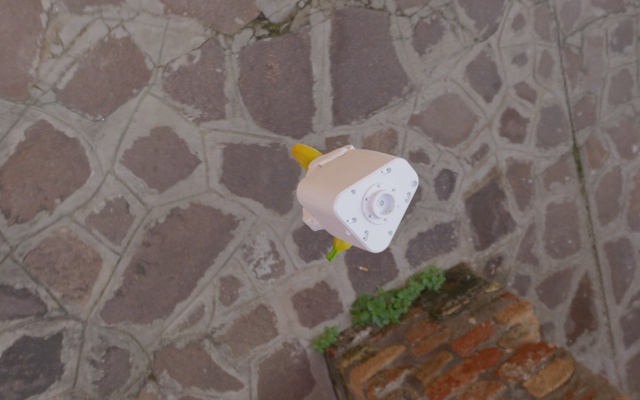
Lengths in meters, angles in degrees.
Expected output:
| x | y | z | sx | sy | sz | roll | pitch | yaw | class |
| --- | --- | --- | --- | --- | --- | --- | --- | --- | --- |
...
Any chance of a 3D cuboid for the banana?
| x | y | z | sx | sy | sz | roll | pitch | yaw | class |
| --- | --- | --- | --- | --- | --- | --- | --- | --- | --- |
| 0.017 | -0.002 | 0.728 | 0.069 | 0.198 | 0.037 | -24 | 19 | -18 | banana |
